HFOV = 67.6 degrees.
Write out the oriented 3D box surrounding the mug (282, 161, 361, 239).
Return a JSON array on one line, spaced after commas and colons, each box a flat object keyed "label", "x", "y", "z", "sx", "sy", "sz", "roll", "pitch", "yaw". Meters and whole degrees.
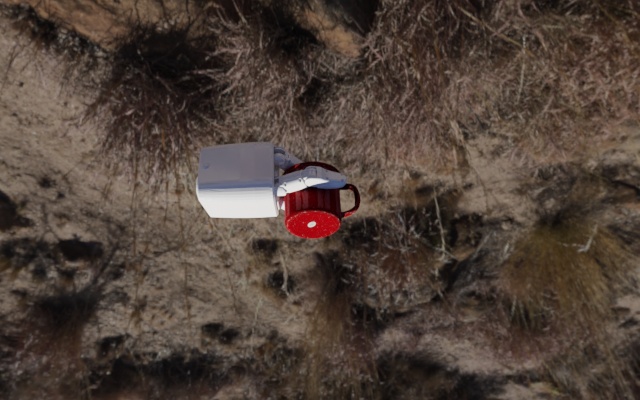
[{"label": "mug", "x": 0.002, "y": 0.002, "z": 0.699, "sx": 0.117, "sy": 0.081, "sz": 0.093, "roll": -2, "pitch": -33, "yaw": -1}]
